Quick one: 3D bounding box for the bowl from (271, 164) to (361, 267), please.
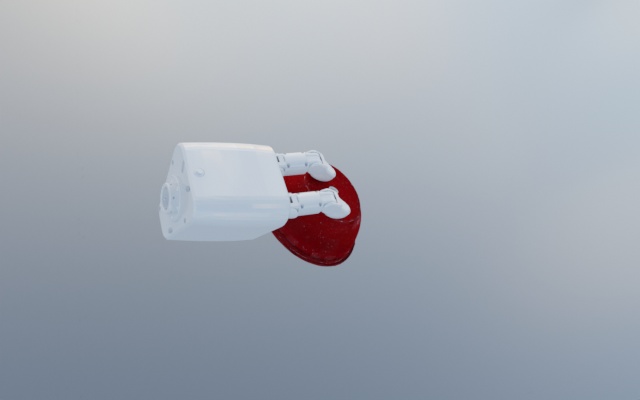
[{"bbox_3d":[0.001,0.002,0.621,0.162,0.162,0.055,0,-32,-46],"label":"bowl"}]
